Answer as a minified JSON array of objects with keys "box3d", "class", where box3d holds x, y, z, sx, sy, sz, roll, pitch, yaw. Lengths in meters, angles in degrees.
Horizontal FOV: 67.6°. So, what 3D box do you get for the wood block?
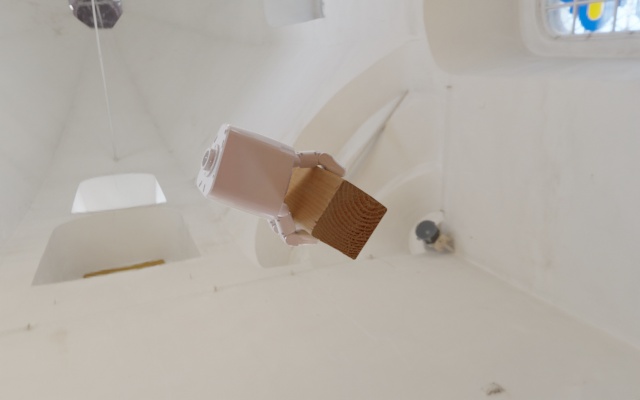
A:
[{"box3d":[0.000,0.002,0.750,0.090,0.091,0.206,32,1,-29],"class":"wood block"}]
